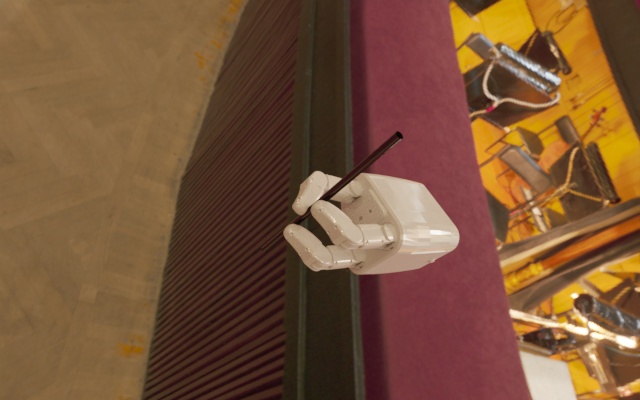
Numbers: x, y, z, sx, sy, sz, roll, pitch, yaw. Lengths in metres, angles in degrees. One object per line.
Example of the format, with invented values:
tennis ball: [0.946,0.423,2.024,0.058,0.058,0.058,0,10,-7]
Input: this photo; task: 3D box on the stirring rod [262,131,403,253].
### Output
stirring rod: [0.000,0.002,0.486,0.011,0.011,0.240,0,-28,-39]
